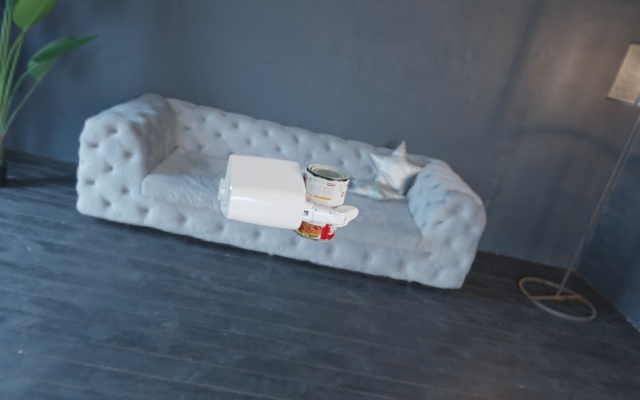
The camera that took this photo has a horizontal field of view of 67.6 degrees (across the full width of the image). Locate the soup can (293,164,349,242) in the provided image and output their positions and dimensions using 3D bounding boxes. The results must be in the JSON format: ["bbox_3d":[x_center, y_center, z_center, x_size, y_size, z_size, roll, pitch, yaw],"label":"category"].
[{"bbox_3d":[0.001,0.002,0.728,0.068,0.102,0.068,12,20,-4],"label":"soup can"}]
